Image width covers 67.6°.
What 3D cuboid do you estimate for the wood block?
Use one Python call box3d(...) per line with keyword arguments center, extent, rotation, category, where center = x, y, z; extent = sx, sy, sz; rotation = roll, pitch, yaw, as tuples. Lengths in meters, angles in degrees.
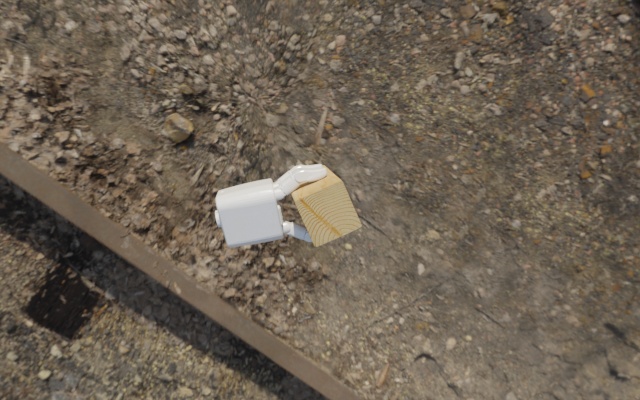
box3d(center=(0.000, 0.003, 0.895), extent=(0.090, 0.091, 0.206), rotation=(-24, 14, -2), category="wood block")
